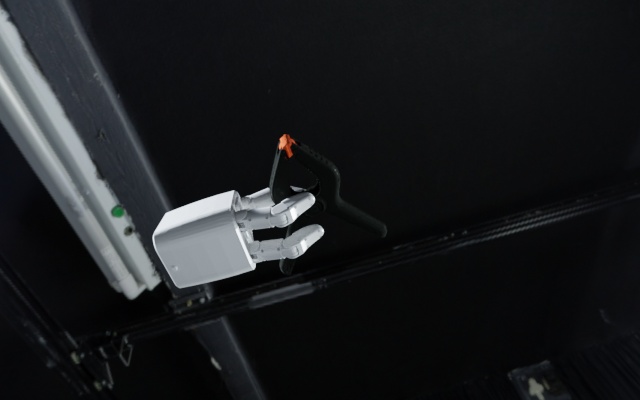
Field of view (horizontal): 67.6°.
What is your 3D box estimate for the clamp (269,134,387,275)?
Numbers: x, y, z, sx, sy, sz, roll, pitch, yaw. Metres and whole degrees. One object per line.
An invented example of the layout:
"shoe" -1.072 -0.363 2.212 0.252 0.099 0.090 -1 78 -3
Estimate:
"clamp" 0.000 0.001 0.647 0.164 0.210 0.036 -17 35 -3
